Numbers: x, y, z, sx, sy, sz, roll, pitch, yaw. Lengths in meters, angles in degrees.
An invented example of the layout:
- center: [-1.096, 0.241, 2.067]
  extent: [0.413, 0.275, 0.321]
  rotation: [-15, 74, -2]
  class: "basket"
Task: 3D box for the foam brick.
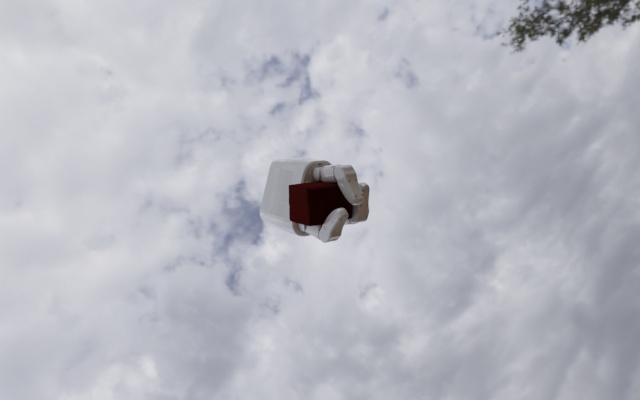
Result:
- center: [0.000, 0.002, 0.669]
  extent: [0.078, 0.053, 0.051]
  rotation: [-8, 12, -36]
  class: "foam brick"
